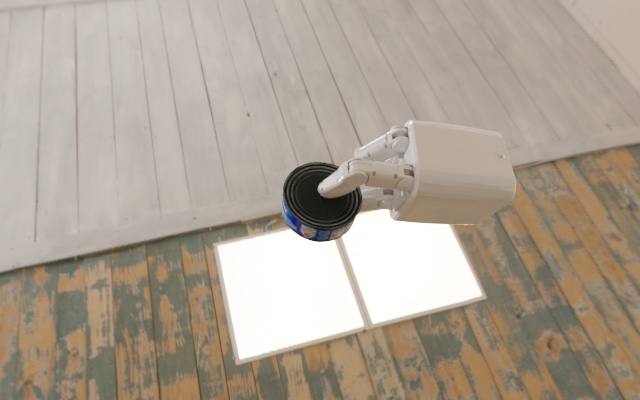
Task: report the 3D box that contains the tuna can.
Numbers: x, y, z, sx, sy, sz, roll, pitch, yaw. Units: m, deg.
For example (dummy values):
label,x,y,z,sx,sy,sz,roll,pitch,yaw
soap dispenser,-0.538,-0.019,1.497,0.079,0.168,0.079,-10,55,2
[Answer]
label,x,y,z,sx,sy,sz,roll,pitch,yaw
tuna can,0.000,0.002,0.520,0.086,0.086,0.034,0,-33,-12
